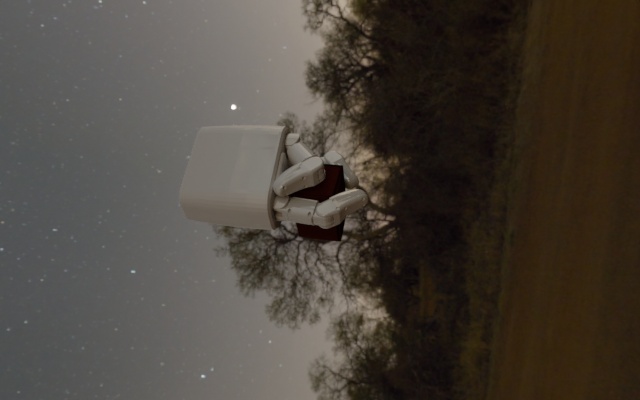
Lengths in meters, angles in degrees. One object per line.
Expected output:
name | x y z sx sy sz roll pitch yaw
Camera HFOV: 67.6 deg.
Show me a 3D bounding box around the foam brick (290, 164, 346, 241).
foam brick | 0.000 0.002 0.553 0.051 0.053 0.078 4 -43 12
